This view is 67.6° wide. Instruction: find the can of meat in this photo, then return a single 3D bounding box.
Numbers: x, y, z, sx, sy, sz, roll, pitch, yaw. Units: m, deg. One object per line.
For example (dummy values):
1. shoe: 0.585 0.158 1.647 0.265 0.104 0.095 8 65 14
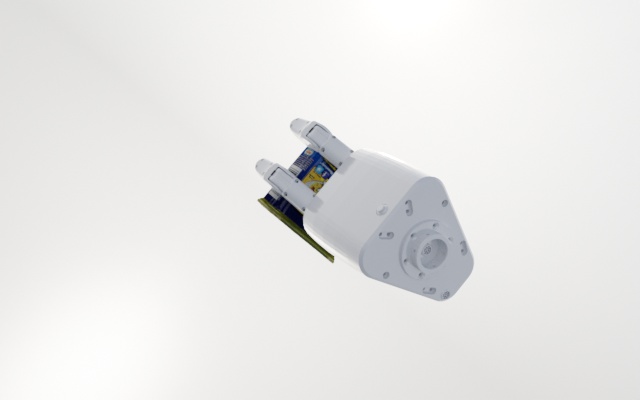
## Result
1. can of meat: 0.000 0.001 0.501 0.102 0.084 0.057 41 -3 -24
